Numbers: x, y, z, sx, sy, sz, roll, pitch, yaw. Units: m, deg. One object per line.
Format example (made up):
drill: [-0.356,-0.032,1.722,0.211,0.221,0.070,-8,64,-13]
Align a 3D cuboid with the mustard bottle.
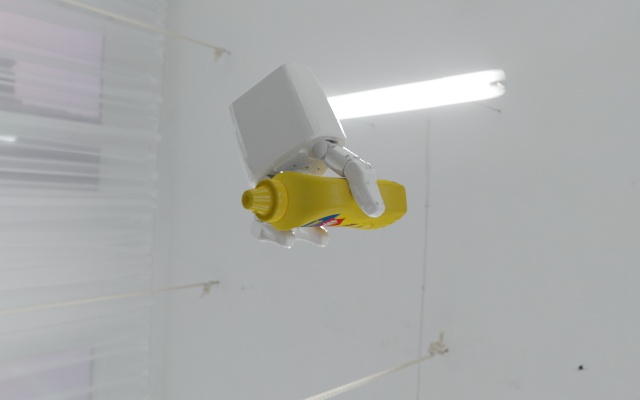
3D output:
mustard bottle: [0.000,0.002,0.502,0.096,0.058,0.191,-9,-9,44]
